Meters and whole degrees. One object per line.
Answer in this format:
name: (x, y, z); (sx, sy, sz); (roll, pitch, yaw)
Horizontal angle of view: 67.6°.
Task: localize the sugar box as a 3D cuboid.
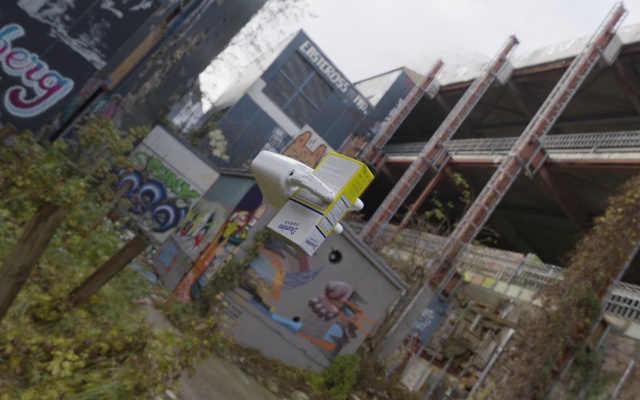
sugar box: (0.000, 0.003, 0.802); (0.093, 0.176, 0.048); (26, -17, 46)
